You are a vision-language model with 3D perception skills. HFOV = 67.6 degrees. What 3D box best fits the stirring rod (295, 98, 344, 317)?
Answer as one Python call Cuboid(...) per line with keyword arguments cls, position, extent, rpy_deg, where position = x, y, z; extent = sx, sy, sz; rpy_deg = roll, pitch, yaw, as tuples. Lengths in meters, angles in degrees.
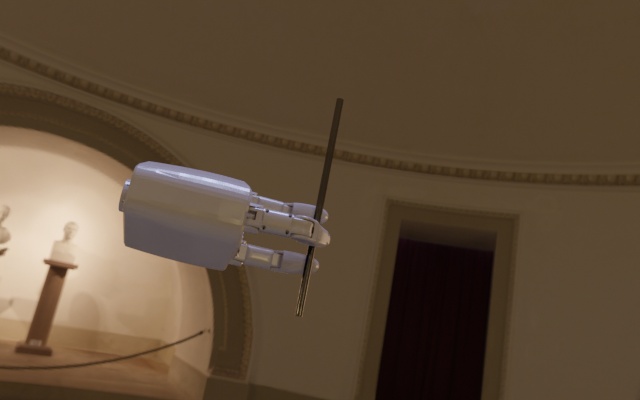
Cuboid(cls="stirring rod", position=(0.000, 0.002, 0.507), extent=(0.011, 0.239, 0.011), rpy_deg=(10, -14, 3))
